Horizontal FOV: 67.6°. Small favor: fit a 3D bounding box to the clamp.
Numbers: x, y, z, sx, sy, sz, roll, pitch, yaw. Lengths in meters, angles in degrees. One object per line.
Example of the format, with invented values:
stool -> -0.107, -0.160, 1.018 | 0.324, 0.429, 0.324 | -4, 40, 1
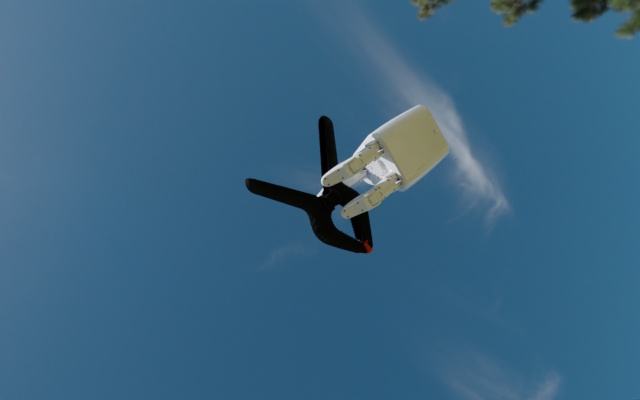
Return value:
clamp -> 0.000, 0.003, 0.700 | 0.164, 0.210, 0.036 | -36, 11, -22
